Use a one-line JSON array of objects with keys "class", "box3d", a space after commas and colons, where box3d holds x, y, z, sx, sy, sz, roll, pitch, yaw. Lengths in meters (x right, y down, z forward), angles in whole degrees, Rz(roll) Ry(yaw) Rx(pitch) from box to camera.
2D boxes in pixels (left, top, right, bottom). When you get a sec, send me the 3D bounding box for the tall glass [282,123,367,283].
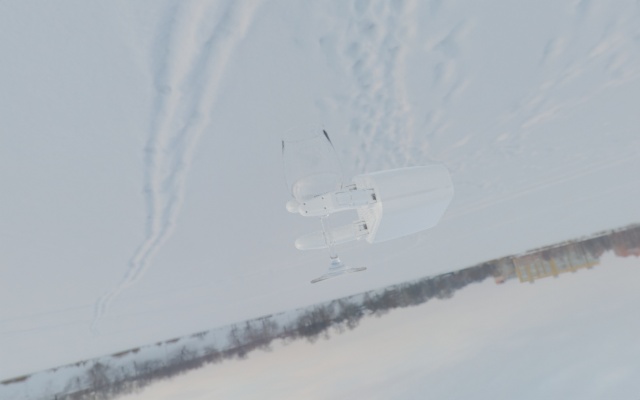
[{"class": "tall glass", "box3d": [0.000, 0.003, 0.629, 0.079, 0.201, 0.079, -14, -12, -3]}]
